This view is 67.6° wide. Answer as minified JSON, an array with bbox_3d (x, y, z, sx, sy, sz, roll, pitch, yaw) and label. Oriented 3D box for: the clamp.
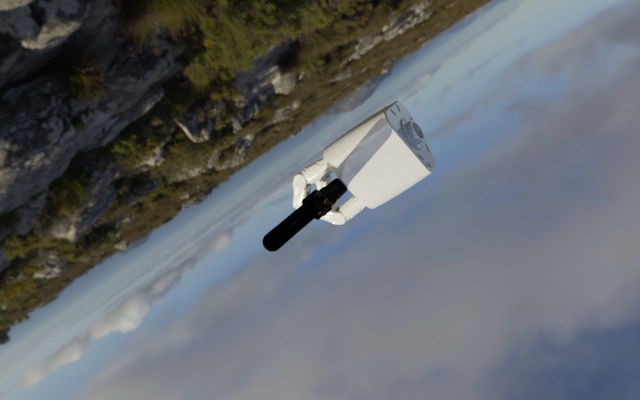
[{"bbox_3d":[0.000,0.003,0.640,0.120,0.039,0.171,-33,6,32],"label":"clamp"}]
